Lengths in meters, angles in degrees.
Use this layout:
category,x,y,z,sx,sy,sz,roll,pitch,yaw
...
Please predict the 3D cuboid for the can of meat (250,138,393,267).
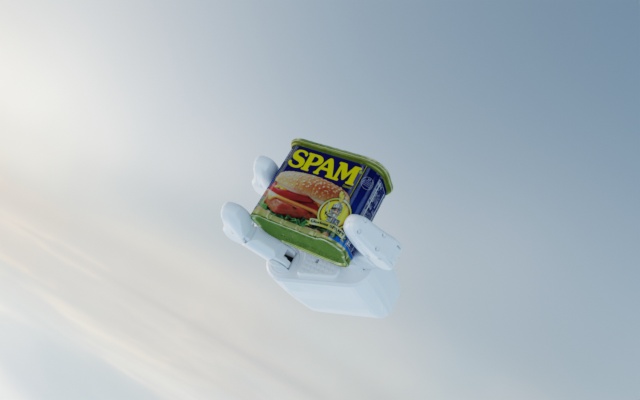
category,x,y,z,sx,sy,sz,roll,pitch,yaw
can of meat,0.000,0.002,0.425,0.102,0.084,0.057,19,-22,27
